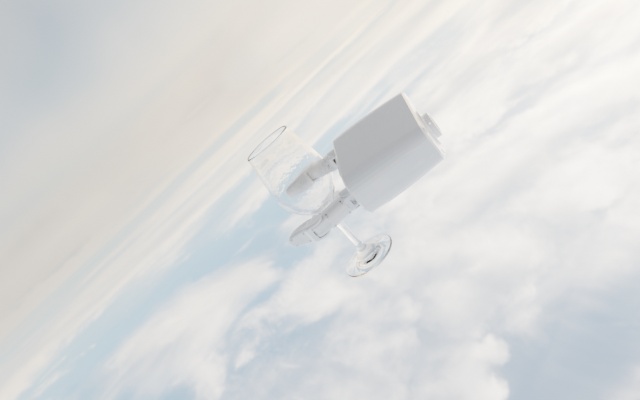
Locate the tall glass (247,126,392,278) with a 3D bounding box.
[{"bbox_3d":[0.000,0.003,0.593,0.201,0.079,0.079,47,-18,-18],"label":"tall glass"}]
